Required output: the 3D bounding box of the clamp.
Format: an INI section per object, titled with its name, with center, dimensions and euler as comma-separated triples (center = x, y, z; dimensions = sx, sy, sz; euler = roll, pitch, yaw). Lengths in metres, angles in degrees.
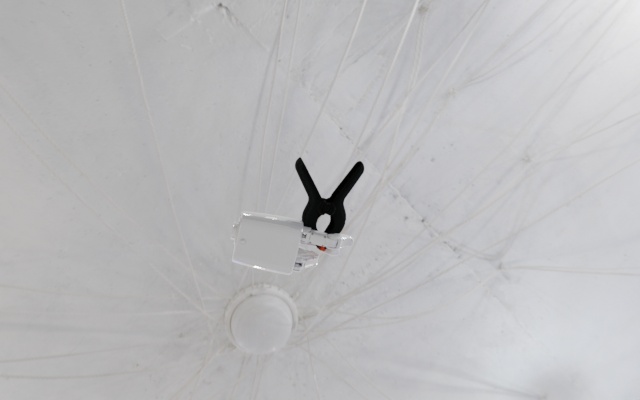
[clamp]
center = 0.000, 0.003, 0.833
dimensions = 0.120, 0.171, 0.039
euler = 12, 13, -10
